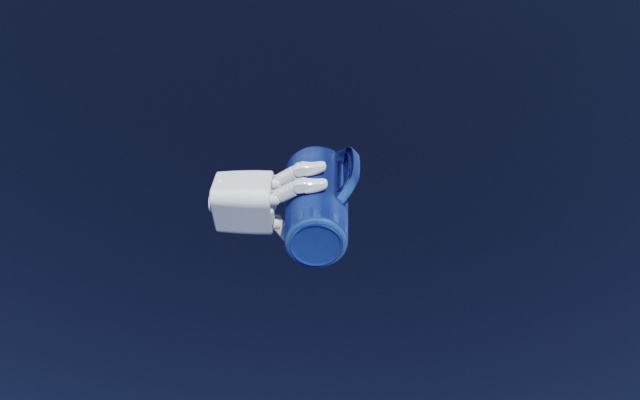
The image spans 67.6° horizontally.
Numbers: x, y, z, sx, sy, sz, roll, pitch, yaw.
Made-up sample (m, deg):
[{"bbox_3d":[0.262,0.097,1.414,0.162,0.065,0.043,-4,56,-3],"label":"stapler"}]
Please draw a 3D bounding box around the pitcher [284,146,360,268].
[{"bbox_3d":[0.000,0.003,0.893,0.145,0.149,0.242,2,34,-2],"label":"pitcher"}]
